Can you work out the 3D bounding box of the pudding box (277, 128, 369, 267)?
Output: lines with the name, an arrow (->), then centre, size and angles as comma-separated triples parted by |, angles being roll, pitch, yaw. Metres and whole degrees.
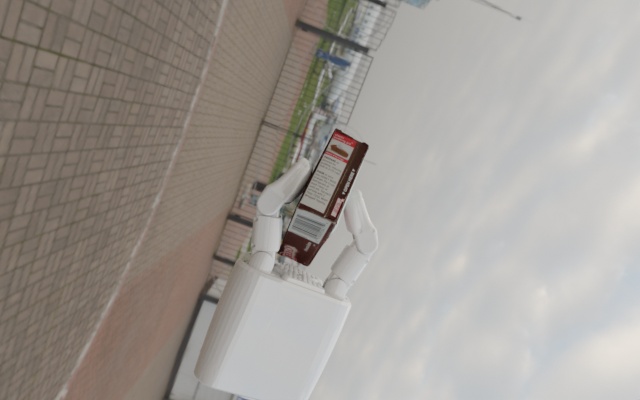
pudding box -> 0.000, 0.002, 0.447 | 0.039, 0.090, 0.113 | 26, -29, -3
